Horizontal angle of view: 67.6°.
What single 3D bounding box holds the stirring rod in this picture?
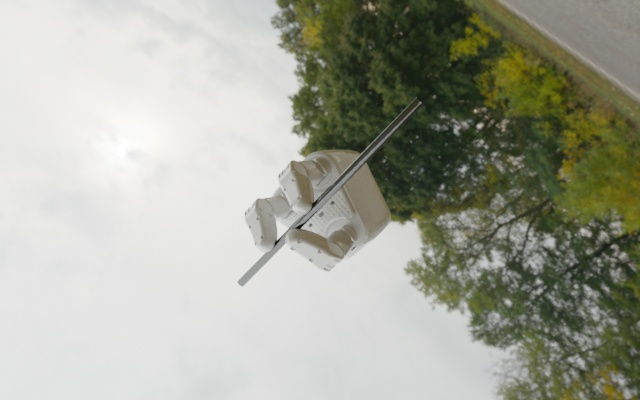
[{"bbox_3d":[0.000,0.001,0.418,0.239,0.011,0.011,-46,-22,23],"label":"stirring rod"}]
